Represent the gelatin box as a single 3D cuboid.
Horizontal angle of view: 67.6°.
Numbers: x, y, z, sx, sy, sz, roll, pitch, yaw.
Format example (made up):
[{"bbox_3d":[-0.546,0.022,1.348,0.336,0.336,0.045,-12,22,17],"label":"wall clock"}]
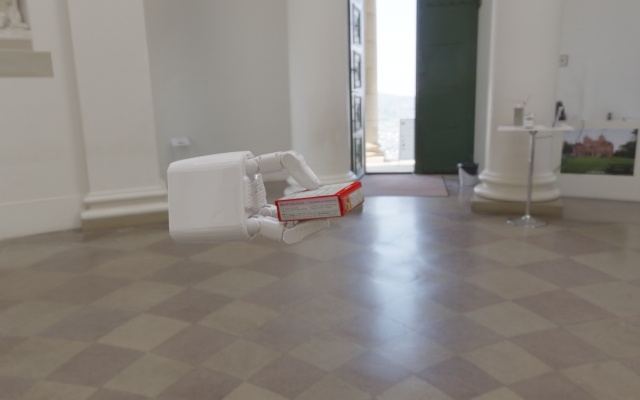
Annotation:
[{"bbox_3d":[0.000,0.001,0.589,0.089,0.030,0.073,-7,11,27],"label":"gelatin box"}]
